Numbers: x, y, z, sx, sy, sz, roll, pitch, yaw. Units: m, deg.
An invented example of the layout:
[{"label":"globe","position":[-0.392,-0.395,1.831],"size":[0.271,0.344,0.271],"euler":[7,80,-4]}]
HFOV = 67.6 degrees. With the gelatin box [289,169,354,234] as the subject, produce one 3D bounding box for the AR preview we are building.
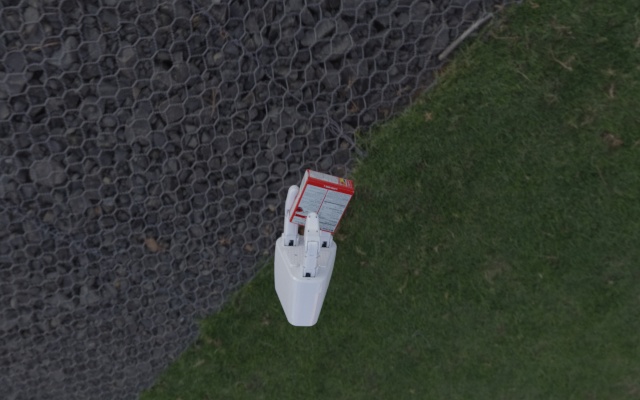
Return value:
[{"label":"gelatin box","position":[0.000,0.002,0.714],"size":[0.073,0.089,0.030],"euler":[14,37,-14]}]
